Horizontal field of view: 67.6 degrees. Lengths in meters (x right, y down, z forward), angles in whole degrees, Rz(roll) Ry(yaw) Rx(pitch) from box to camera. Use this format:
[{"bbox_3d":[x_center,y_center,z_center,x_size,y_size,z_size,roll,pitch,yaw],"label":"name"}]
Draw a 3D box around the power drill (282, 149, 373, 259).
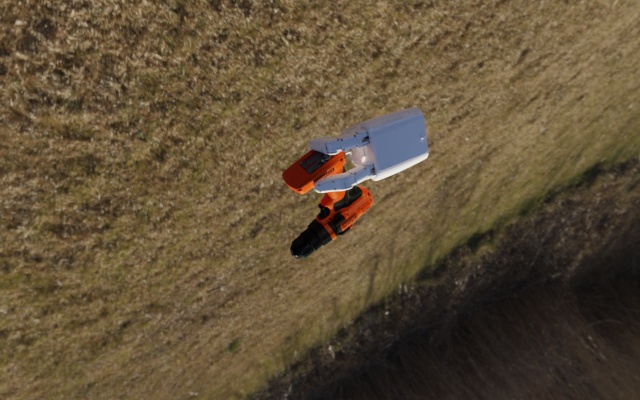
[{"bbox_3d":[0.000,0.002,0.828,0.057,0.184,0.188,41,-14,36],"label":"power drill"}]
